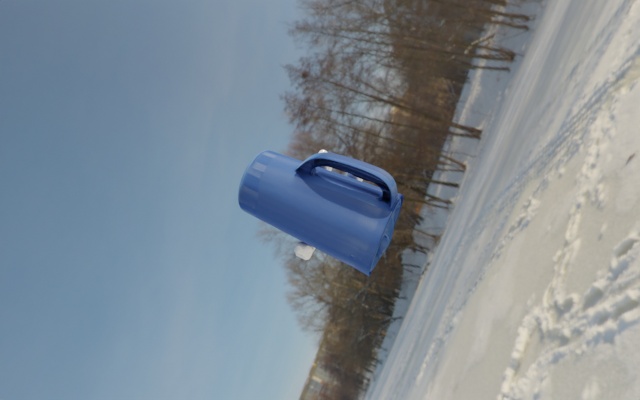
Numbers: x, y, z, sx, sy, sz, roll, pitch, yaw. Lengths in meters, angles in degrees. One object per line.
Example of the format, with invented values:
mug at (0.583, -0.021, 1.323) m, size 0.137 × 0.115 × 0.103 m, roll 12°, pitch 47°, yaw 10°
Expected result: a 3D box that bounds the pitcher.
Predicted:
pitcher at (0.000, 0.003, 0.743) m, size 0.243 × 0.149 × 0.145 m, roll 23°, pitch -2°, yaw 13°
